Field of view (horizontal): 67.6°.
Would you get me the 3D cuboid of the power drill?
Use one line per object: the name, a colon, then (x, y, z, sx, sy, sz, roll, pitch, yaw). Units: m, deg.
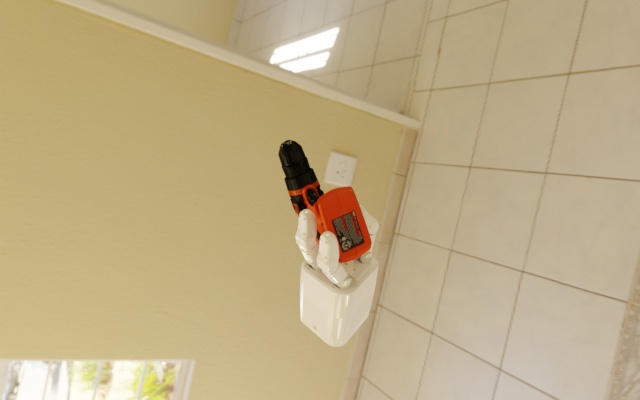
power drill: (0.000, 0.003, 0.709, 0.057, 0.184, 0.187, -25, 18, -12)
